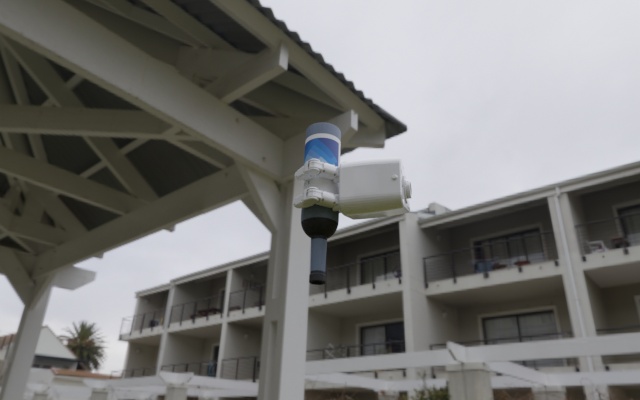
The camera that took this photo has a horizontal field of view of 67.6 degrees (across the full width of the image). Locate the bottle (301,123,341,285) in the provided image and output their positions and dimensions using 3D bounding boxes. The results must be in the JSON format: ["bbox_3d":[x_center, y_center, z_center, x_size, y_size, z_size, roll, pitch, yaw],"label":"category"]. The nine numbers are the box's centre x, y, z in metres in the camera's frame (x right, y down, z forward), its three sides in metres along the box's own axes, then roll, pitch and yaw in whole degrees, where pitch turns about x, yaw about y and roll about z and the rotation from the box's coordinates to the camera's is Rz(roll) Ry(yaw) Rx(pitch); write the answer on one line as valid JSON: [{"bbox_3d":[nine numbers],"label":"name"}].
[{"bbox_3d":[0.000,0.003,0.848,0.069,0.295,0.069,2,-25,1],"label":"bottle"}]
